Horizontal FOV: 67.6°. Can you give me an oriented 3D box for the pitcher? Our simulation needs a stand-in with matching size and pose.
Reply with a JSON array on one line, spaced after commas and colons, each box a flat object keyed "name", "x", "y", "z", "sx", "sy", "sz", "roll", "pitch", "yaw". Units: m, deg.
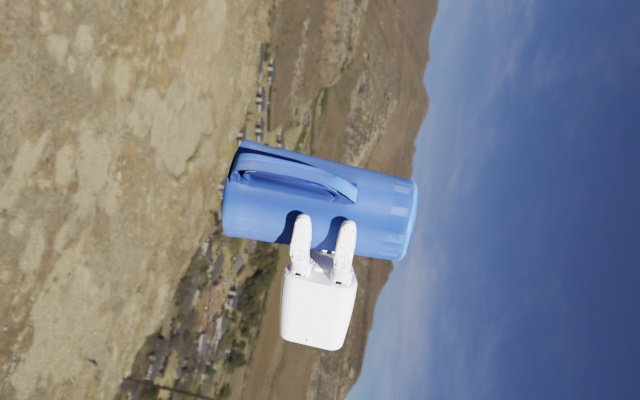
[{"name": "pitcher", "x": 0.000, "y": 0.002, "z": 0.627, "sx": 0.243, "sy": 0.145, "sz": 0.149, "roll": 11, "pitch": 25, "yaw": 5}]
